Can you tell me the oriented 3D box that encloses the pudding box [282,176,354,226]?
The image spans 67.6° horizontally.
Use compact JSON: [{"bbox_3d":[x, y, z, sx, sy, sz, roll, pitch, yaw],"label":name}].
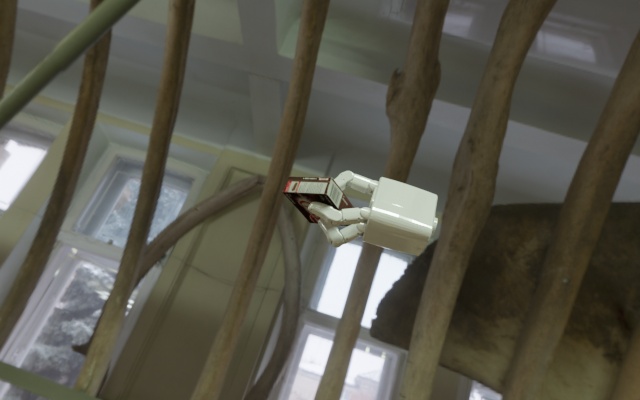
[{"bbox_3d":[0.000,0.003,0.840,0.090,0.039,0.114,2,-32,31],"label":"pudding box"}]
